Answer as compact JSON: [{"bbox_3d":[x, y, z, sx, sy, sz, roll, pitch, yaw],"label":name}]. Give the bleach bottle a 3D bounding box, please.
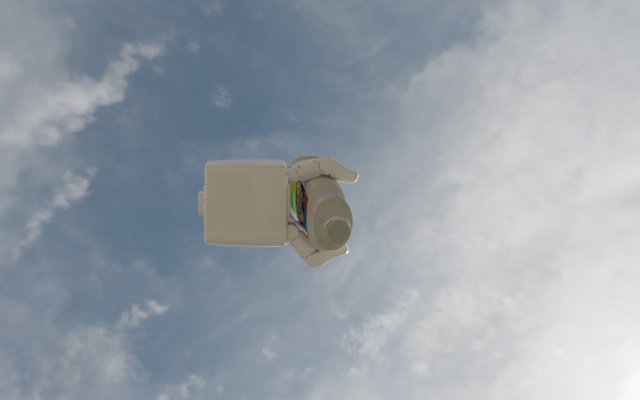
[{"bbox_3d":[0.000,0.002,0.665,0.068,0.102,0.250,1,12,-10],"label":"bleach bottle"}]
